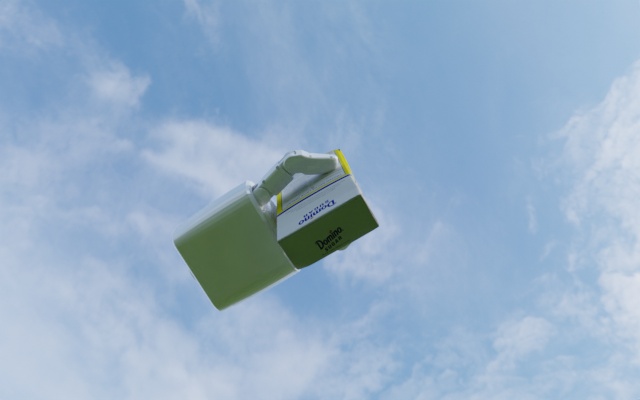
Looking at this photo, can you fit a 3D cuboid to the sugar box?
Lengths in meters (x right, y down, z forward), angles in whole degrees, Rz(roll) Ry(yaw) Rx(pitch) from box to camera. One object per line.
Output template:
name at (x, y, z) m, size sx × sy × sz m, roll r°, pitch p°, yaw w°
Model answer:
sugar box at (0.000, 0.002, 0.524) m, size 0.093 × 0.048 × 0.176 m, roll -30°, pitch 22°, yaw 6°
